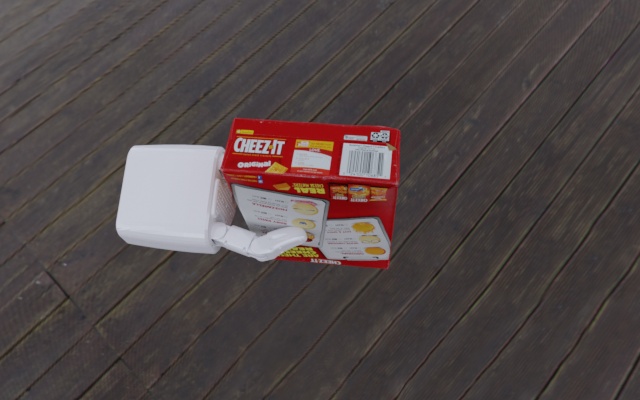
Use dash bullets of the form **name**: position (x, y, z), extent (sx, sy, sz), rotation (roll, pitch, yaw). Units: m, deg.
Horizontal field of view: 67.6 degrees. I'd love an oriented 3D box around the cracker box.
- **cracker box**: position (0.000, 0.002, 0.528), extent (0.164, 0.072, 0.214), rotation (4, -28, 8)
